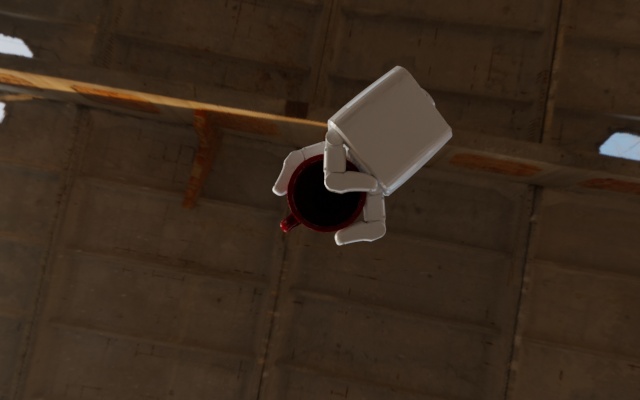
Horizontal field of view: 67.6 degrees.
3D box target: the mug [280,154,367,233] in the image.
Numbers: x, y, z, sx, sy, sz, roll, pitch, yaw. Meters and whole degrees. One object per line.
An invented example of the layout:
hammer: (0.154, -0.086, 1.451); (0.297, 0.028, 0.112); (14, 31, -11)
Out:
mug: (-0.001, 0.003, 0.598); (0.117, 0.093, 0.081); (-39, -6, 0)
